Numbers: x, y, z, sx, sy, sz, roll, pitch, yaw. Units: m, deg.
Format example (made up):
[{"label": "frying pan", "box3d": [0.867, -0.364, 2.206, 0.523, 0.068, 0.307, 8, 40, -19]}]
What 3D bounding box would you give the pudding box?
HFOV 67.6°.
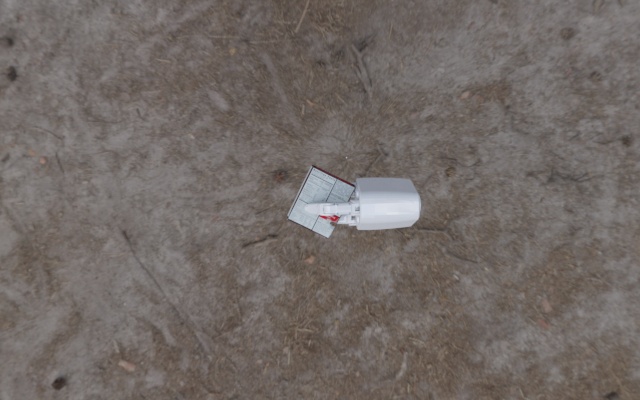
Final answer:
[{"label": "pudding box", "box3d": [0.000, 0.003, 0.883, 0.090, 0.113, 0.039, 26, 4, -4]}]
